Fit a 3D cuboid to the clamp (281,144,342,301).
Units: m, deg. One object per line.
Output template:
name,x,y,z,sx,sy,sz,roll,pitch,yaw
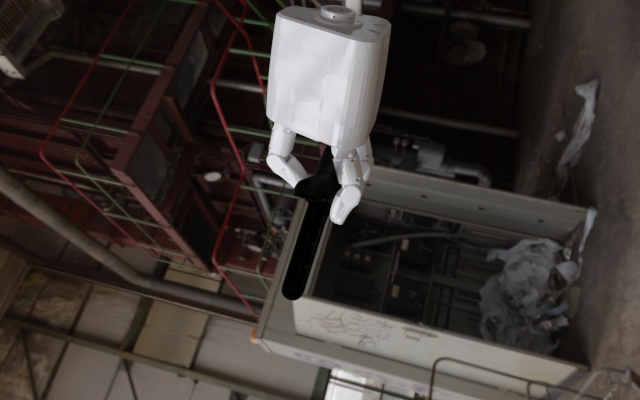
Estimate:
clamp,-0.001,0.001,0.553,0.036,0.165,0.210,17,36,7
